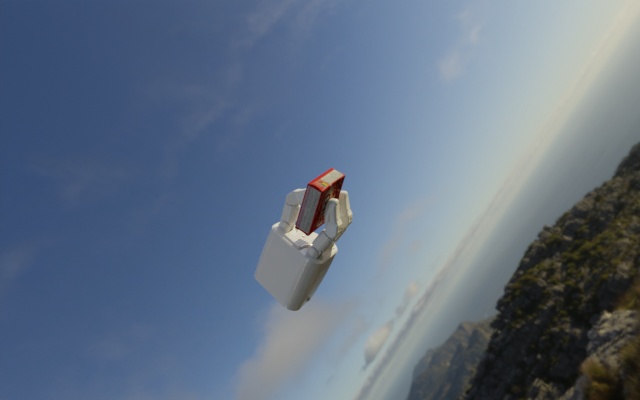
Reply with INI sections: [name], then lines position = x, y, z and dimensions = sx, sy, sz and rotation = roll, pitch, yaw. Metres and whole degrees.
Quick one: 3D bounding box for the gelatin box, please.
[gelatin box]
position = 0.000, 0.002, 0.745
dimensions = 0.030, 0.089, 0.073
rotation = 30, 35, 19
